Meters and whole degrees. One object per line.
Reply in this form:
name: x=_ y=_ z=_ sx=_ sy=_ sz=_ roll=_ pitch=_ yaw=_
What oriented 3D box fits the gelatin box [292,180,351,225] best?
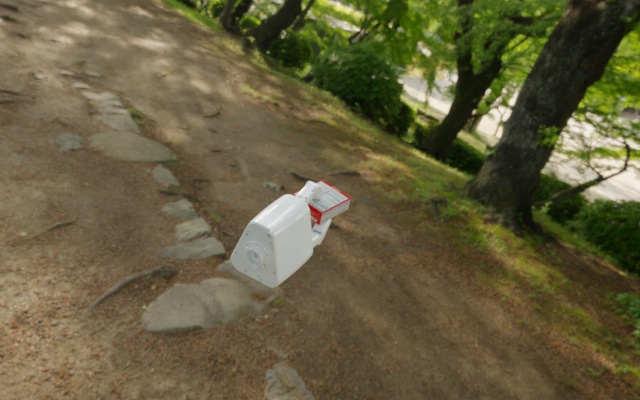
gelatin box: x=0.000 y=0.002 z=0.877 sx=0.073 sy=0.030 sz=0.089 roll=33 pitch=39 yaw=28
